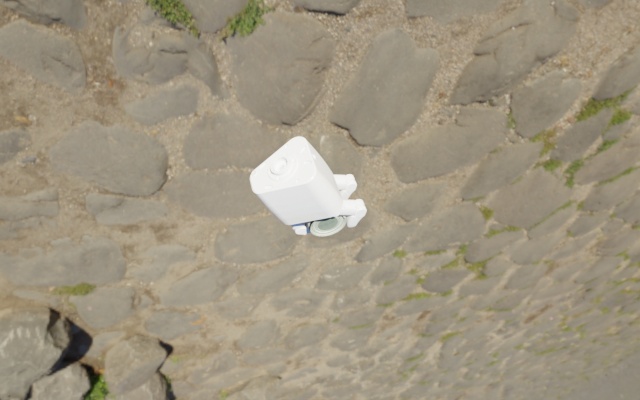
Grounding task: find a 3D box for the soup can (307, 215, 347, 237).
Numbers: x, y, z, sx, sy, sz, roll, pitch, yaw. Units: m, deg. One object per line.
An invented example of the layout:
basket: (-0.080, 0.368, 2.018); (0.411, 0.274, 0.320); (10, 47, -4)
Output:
soup can: (0.000, 0.003, 0.832); (0.068, 0.102, 0.069); (-12, -36, -9)
